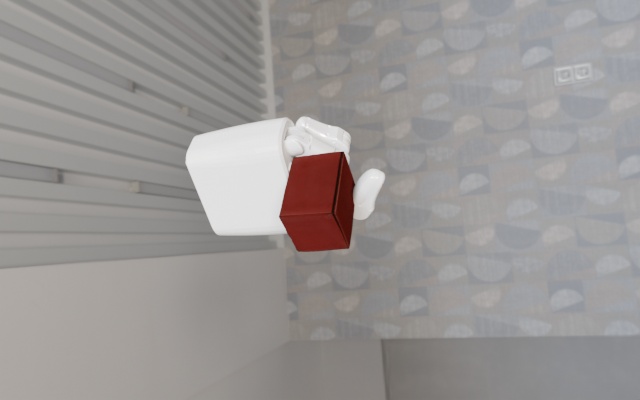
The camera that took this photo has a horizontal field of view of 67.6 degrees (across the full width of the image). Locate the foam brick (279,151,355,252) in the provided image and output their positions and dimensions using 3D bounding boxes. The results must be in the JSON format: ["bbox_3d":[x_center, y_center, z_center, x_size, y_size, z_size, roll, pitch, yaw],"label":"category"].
[{"bbox_3d":[0.000,0.002,0.439,0.051,0.078,0.053,-6,-44,17],"label":"foam brick"}]
